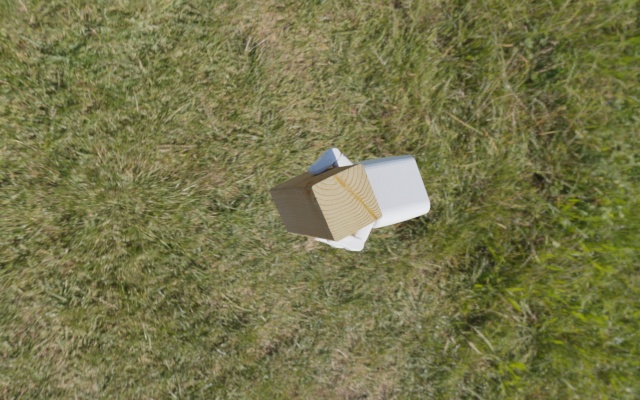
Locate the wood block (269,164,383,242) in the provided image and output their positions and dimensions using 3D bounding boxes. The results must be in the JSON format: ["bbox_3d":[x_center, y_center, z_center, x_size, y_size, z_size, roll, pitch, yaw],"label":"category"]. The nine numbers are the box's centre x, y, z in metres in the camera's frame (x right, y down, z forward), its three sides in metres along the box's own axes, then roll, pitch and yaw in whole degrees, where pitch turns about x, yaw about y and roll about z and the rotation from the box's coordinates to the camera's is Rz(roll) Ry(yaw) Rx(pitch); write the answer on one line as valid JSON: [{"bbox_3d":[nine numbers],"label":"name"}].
[{"bbox_3d":[0.000,0.002,0.783,0.090,0.091,0.206,-26,10,-21],"label":"wood block"}]
